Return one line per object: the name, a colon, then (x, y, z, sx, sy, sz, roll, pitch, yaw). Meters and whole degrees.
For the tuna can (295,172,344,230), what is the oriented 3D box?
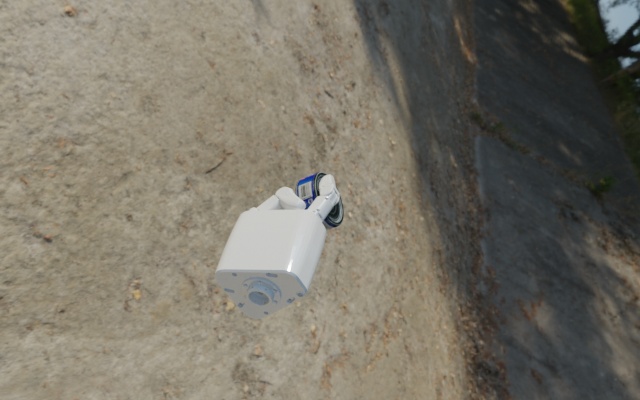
tuna can: (0.001, 0.002, 0.701, 0.034, 0.086, 0.086, -21, -9, 24)
